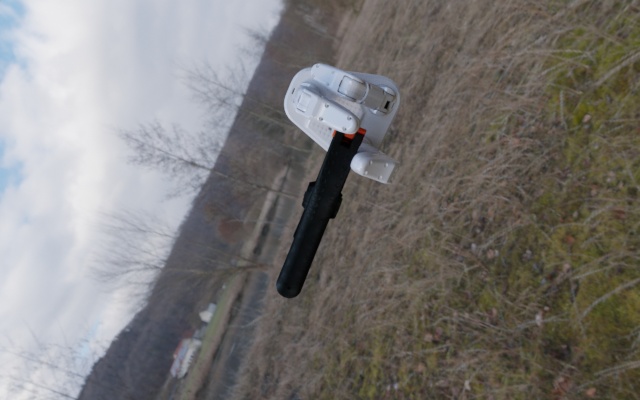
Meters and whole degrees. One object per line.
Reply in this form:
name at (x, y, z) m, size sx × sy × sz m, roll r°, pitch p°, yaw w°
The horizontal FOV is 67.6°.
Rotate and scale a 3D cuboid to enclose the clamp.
clamp at (0.000, 0.001, 0.476) m, size 0.039 × 0.171 × 0.120 m, roll 22°, pitch 15°, yaw -9°
